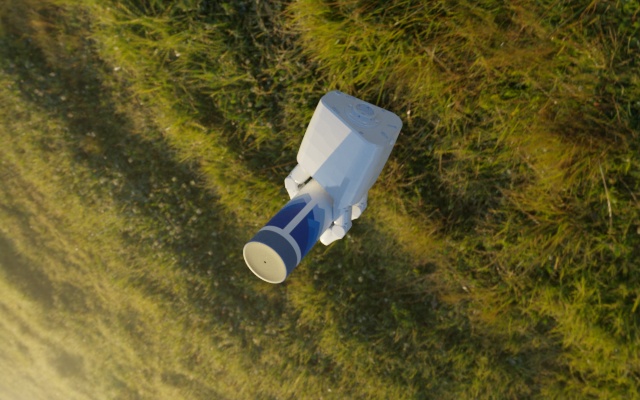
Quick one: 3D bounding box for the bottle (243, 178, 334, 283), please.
[{"bbox_3d":[0.000,0.002,0.703,0.069,0.069,0.295,0,31,34],"label":"bottle"}]
